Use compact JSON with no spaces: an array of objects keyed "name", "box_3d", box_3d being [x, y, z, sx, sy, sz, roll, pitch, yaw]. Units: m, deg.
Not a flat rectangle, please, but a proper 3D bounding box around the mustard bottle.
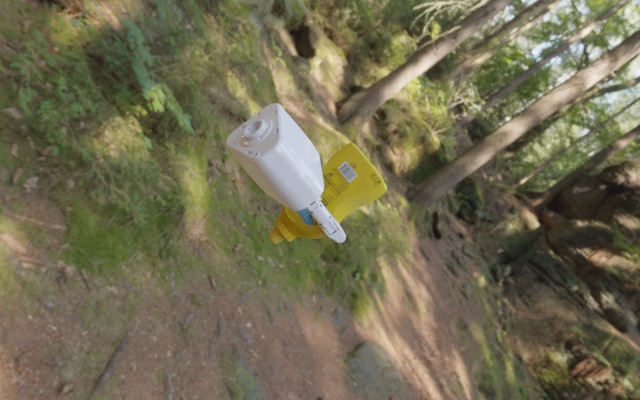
[{"name":"mustard bottle","box_3d":[0.000,0.002,0.734,0.191,0.096,0.058,-37,-27,3]}]
